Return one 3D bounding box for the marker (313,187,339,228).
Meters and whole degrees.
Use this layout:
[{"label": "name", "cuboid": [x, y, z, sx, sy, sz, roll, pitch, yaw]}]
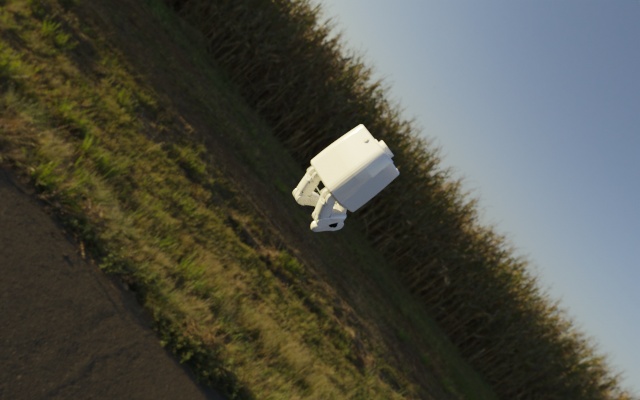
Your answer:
[{"label": "marker", "cuboid": [0.000, 0.003, 0.857, 0.020, 0.020, 0.121, 0, 43, -35]}]
